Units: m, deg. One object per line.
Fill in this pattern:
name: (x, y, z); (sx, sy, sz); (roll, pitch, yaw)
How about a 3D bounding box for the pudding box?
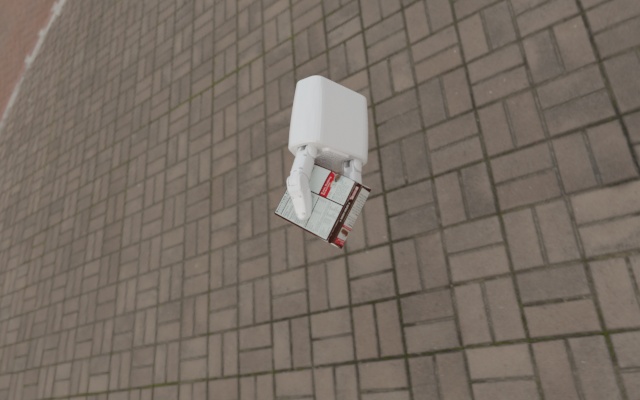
pudding box: (0.000, 0.002, 0.647); (0.113, 0.090, 0.039); (25, -2, 42)
